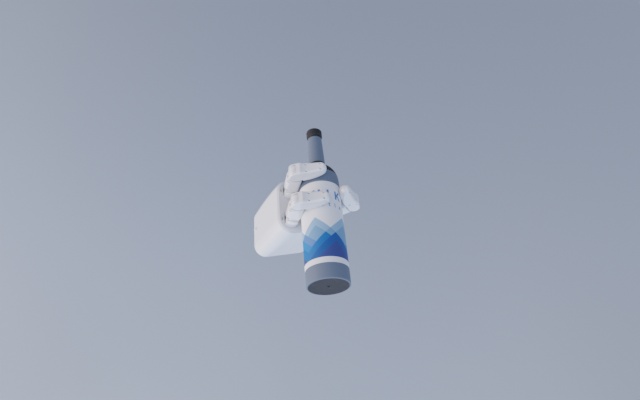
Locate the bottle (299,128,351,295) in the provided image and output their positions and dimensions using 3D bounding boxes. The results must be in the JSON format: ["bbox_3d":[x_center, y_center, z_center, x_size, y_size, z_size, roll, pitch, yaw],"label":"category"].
[{"bbox_3d":[0.000,0.003,0.773,0.069,0.295,0.069,-4,-33,-3],"label":"bottle"}]
